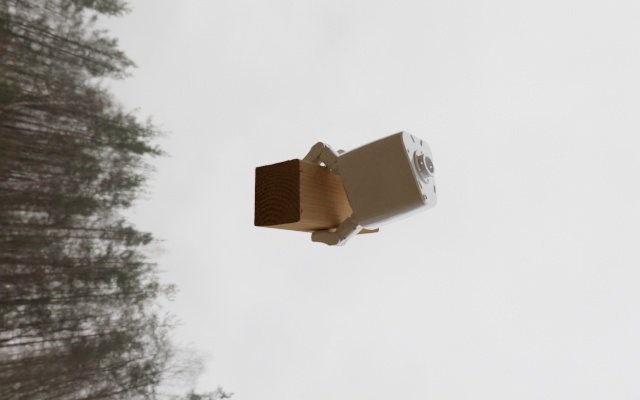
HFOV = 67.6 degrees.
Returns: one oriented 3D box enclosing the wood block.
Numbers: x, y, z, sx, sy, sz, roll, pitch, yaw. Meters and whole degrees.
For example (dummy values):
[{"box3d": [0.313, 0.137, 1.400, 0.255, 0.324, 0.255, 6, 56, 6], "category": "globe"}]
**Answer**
[{"box3d": [0.001, 0.003, 0.748, 0.090, 0.091, 0.206, -8, -12, 37], "category": "wood block"}]
